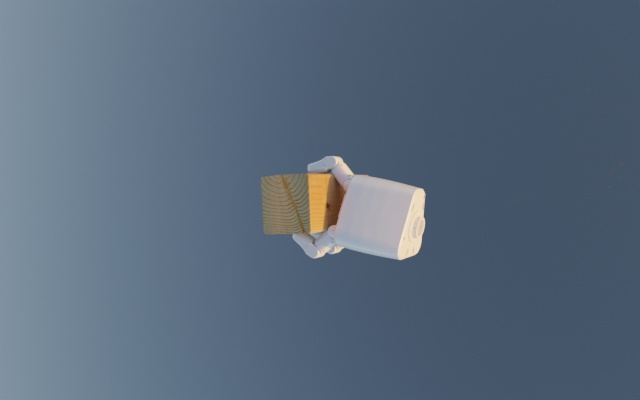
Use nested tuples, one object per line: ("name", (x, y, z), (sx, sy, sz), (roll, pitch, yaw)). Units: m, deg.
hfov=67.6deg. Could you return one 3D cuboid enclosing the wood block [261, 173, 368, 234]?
("wood block", (0.000, 0.002, 0.800), (0.090, 0.091, 0.206), (-2, 0, 31))
